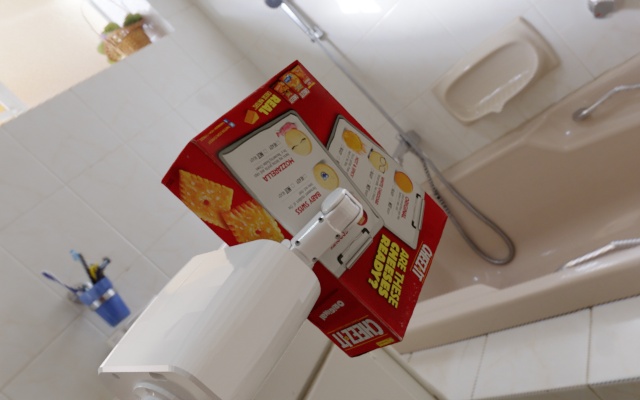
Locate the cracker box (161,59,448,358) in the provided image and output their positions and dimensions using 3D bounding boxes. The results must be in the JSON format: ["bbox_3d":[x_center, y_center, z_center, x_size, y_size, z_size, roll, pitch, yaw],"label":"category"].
[{"bbox_3d":[0.000,0.001,0.418,0.072,0.214,0.164,-37,11,43],"label":"cracker box"}]
